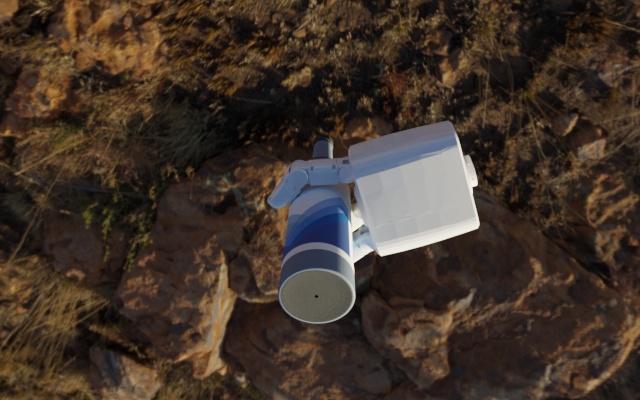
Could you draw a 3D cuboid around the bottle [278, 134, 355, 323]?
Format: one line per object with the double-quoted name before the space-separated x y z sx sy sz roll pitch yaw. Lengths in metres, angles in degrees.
"bottle" 0.000 0.002 0.530 0.069 0.069 0.295 0 33 2
